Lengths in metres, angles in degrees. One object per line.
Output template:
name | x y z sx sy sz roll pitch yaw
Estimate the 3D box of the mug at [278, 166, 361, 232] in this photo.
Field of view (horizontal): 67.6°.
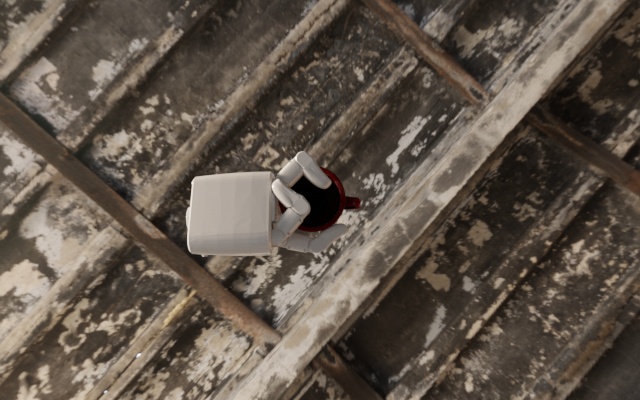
mug | 0.002 0.002 0.698 0.117 0.093 0.081 0 -7 0
